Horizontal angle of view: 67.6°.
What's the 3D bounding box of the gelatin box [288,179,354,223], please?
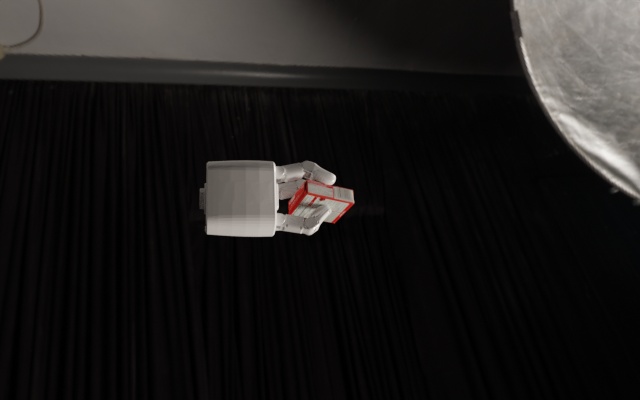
[{"bbox_3d":[0.000,0.003,0.794,0.089,0.030,0.073,12,-35,-22],"label":"gelatin box"}]
